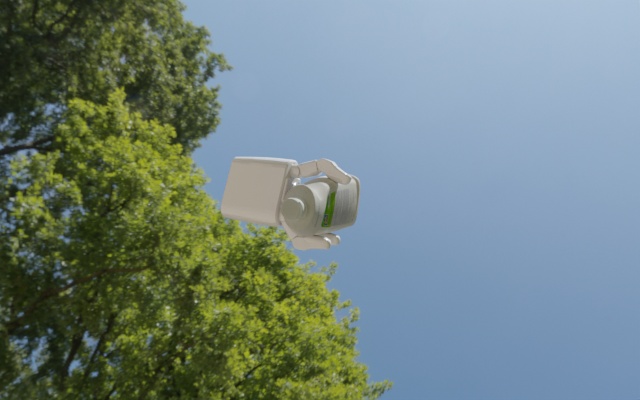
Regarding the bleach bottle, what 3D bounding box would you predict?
[{"bbox_3d":[0.000,0.003,0.764,0.068,0.102,0.251,5,2,19],"label":"bleach bottle"}]
